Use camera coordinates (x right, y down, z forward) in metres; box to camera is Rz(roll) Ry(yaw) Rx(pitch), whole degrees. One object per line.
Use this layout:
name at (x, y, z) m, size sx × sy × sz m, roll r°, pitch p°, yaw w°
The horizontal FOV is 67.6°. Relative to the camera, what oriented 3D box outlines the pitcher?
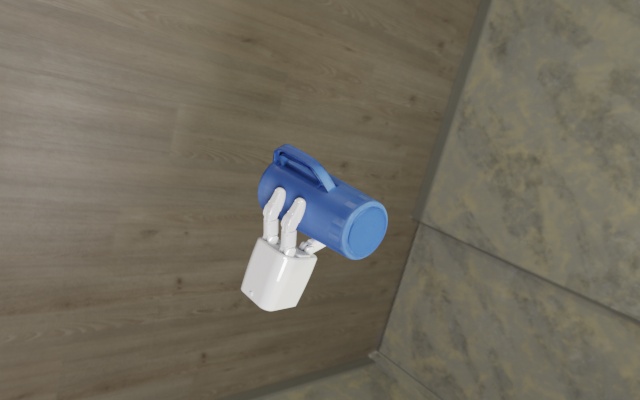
pitcher at (0.000, 0.003, 0.869) m, size 0.149 × 0.145 × 0.242 m, roll 19°, pitch 7°, yaw -46°
